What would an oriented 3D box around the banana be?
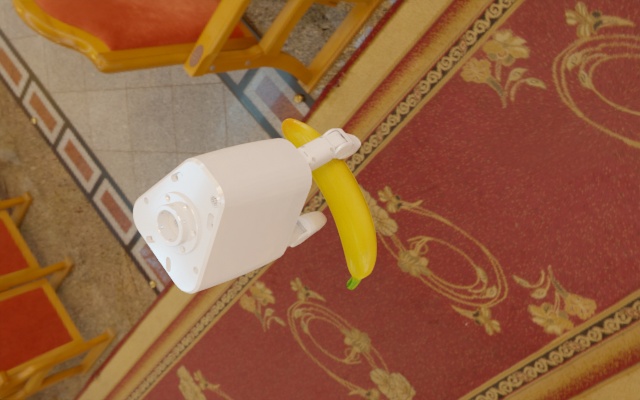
[{"bbox_3d":[0.015,0.000,0.492,0.069,0.198,0.037,-19,3,41],"label":"banana"}]
